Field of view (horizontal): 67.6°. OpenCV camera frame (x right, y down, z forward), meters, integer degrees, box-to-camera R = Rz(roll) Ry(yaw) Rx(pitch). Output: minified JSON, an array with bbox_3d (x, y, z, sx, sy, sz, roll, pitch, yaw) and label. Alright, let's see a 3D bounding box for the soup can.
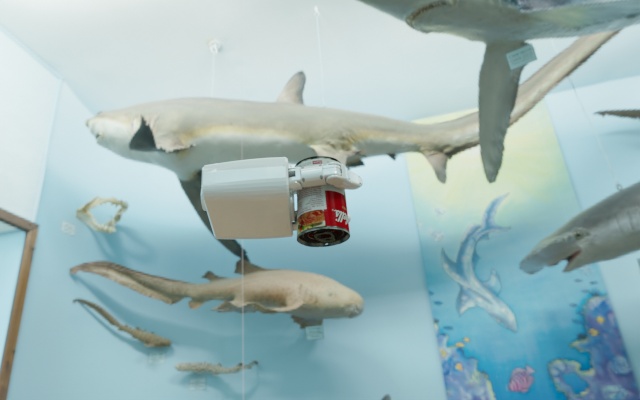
[{"bbox_3d":[0.001,0.002,0.622,0.068,0.102,0.068,-4,-24,-2],"label":"soup can"}]
